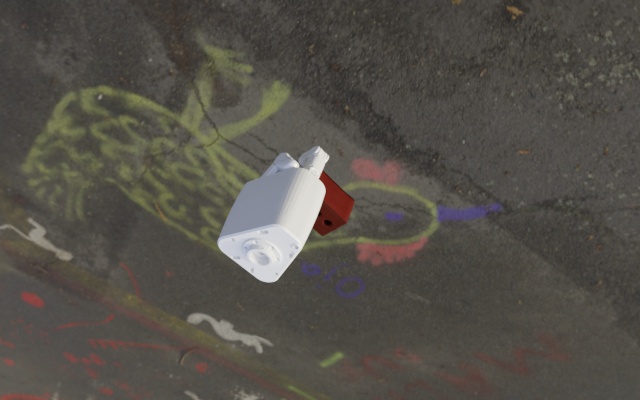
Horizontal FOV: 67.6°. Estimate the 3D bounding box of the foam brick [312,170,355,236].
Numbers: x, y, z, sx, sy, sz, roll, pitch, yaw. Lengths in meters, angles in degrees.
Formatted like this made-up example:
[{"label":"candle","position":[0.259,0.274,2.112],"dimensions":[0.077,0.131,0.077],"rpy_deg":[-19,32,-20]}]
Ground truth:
[{"label":"foam brick","position":[0.000,0.002,0.675],"dimensions":[0.078,0.051,0.053],"rpy_deg":[42,-50,-20]}]
